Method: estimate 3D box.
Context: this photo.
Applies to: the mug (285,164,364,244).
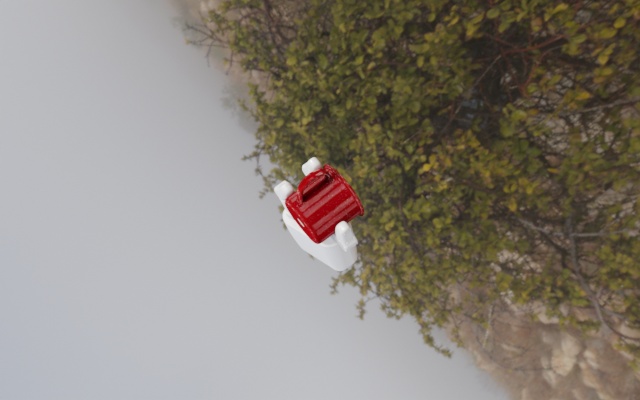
[{"bbox_3d":[0.000,0.002,0.678,0.093,0.081,0.117,46,-12,34],"label":"mug"}]
